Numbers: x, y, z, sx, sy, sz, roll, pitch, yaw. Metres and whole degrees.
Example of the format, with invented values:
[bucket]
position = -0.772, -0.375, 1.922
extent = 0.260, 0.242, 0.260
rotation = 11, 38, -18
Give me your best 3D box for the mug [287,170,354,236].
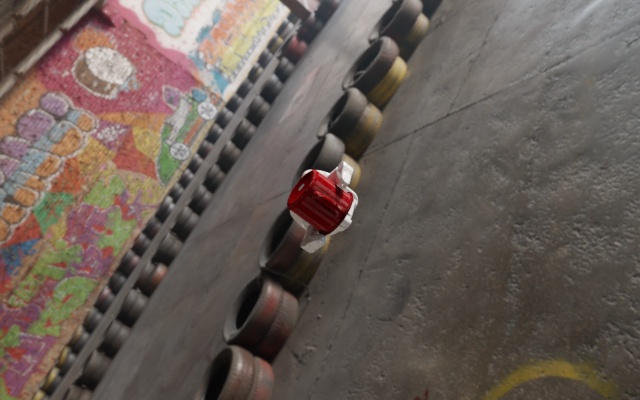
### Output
[mug]
position = 0.000, 0.003, 0.811
extent = 0.081, 0.093, 0.117
rotation = 36, -4, -19
